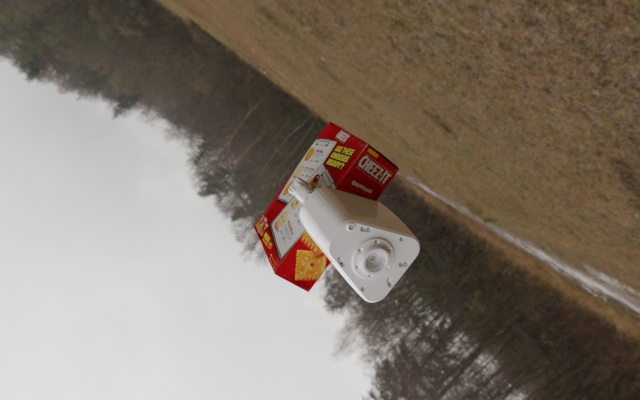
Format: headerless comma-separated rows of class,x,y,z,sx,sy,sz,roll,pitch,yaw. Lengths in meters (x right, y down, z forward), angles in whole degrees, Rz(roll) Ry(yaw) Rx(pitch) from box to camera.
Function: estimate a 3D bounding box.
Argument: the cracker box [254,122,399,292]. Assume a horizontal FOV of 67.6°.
cracker box,0.000,0.002,0.708,0.072,0.214,0.164,34,7,-26
